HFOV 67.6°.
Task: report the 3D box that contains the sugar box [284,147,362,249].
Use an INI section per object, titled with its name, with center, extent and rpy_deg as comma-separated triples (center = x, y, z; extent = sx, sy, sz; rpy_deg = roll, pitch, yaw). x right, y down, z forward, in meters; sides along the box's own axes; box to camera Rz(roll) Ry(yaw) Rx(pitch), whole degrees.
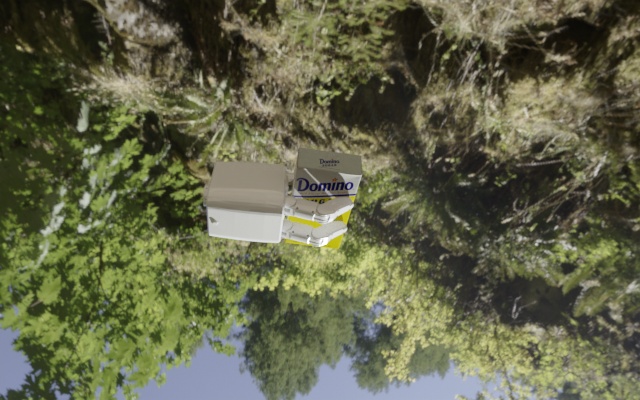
[sugar box]
center = 0.000, 0.003, 0.723
extent = 0.093, 0.048, 0.176
rpy_deg = 7, -40, -5
